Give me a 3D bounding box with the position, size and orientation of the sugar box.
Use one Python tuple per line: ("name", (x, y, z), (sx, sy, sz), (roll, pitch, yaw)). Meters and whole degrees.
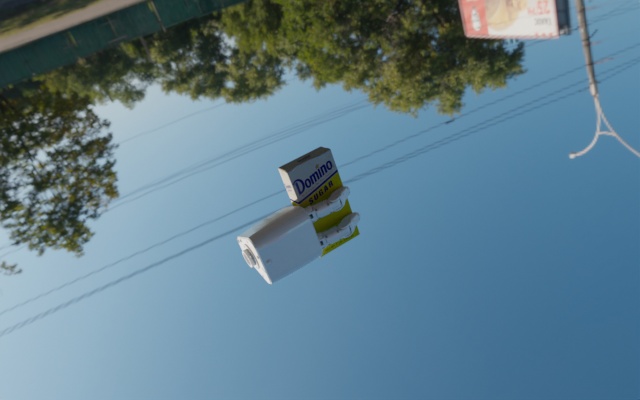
("sugar box", (0.000, 0.003, 0.854), (0.093, 0.176, 0.048), (-29, 26, -19))
